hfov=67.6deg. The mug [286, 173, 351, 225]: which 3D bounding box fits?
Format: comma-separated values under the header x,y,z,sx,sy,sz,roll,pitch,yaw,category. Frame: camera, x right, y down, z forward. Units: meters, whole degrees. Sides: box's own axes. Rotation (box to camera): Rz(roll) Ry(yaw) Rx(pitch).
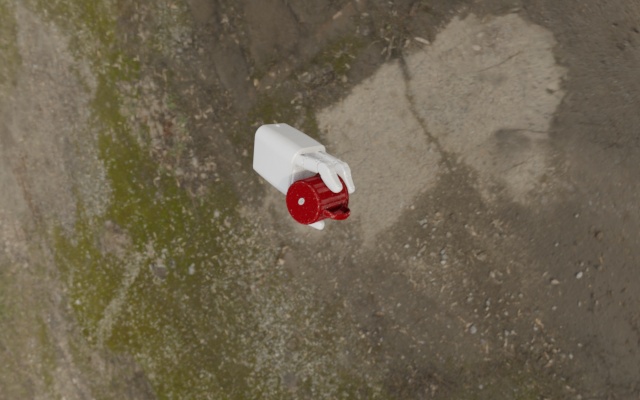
x,y,z,sx,sy,sz,roll,pitch,yaw,category
0.001,0.004,0.861,0.117,0.093,0.081,35,31,27,mug
